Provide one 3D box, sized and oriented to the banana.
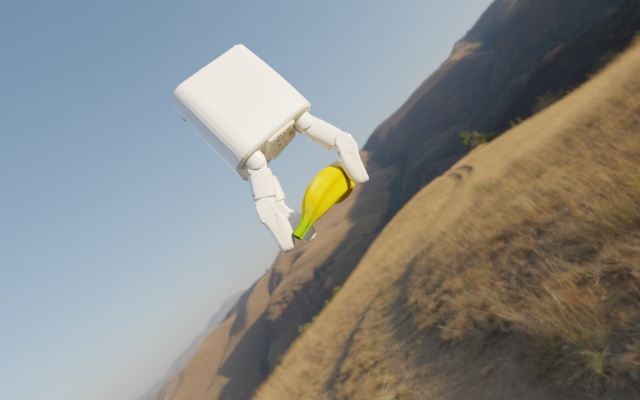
[{"bbox_3d":[0.010,-0.011,0.560,0.037,0.070,0.197,41,18,5],"label":"banana"}]
